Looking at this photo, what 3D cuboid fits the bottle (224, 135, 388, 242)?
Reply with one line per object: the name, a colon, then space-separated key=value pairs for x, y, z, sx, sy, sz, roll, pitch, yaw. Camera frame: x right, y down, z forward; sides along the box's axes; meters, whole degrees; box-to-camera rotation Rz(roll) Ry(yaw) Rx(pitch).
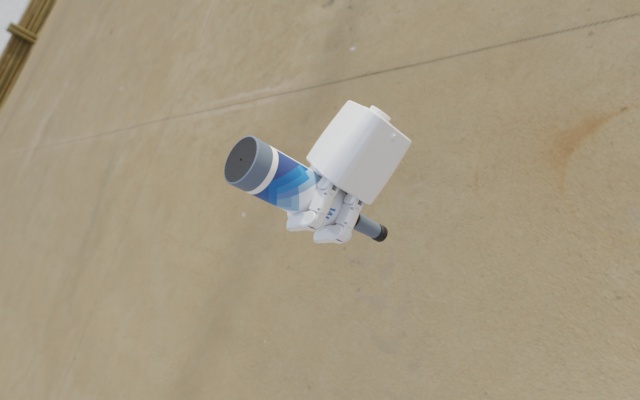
bottle: x=0.000 y=0.002 z=0.683 sx=0.069 sy=0.069 sz=0.296 roll=0 pitch=-21 yaw=46
